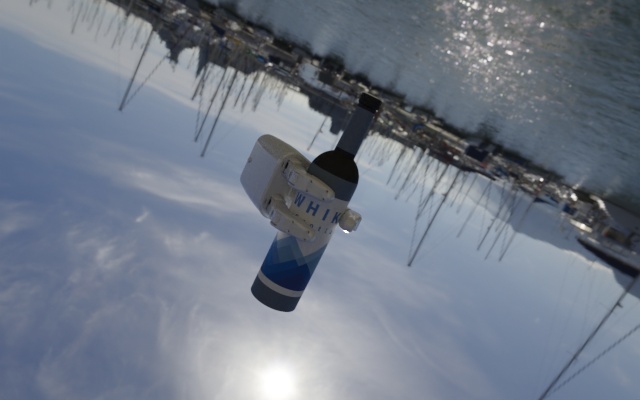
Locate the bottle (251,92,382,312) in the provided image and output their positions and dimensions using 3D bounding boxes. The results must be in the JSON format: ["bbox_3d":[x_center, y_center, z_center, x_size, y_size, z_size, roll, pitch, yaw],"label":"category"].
[{"bbox_3d":[0.000,0.002,0.616,0.069,0.296,0.069,25,11,-5],"label":"bottle"}]
